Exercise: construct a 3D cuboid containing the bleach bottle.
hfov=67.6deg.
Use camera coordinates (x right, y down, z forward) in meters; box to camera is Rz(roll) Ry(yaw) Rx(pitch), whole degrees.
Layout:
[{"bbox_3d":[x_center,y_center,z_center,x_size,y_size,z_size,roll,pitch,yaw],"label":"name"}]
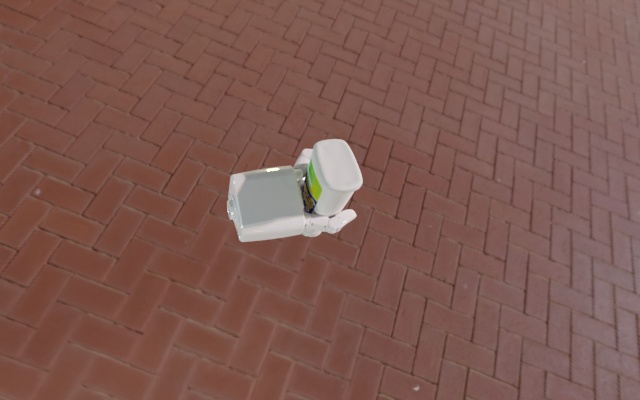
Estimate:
[{"bbox_3d":[0.000,0.003,0.855,0.068,0.102,0.251,-8,-28,-19],"label":"bleach bottle"}]
